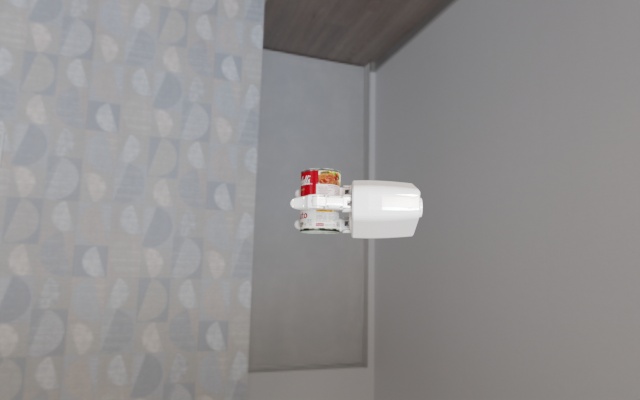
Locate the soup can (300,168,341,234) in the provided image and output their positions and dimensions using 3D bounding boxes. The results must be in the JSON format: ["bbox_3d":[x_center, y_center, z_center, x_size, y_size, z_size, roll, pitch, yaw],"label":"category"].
[{"bbox_3d":[0.000,0.003,0.796,0.068,0.102,0.068,1,-8,0],"label":"soup can"}]
